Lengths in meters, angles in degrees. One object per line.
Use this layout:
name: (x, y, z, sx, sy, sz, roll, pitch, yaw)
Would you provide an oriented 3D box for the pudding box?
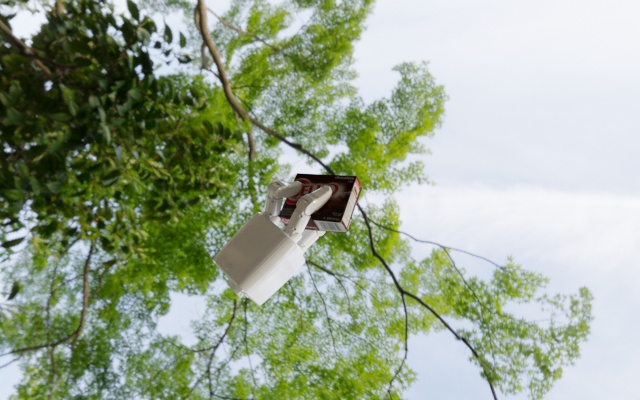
pudding box: (0.000, 0.003, 0.764, 0.113, 0.090, 0.039, 5, -32, 25)
